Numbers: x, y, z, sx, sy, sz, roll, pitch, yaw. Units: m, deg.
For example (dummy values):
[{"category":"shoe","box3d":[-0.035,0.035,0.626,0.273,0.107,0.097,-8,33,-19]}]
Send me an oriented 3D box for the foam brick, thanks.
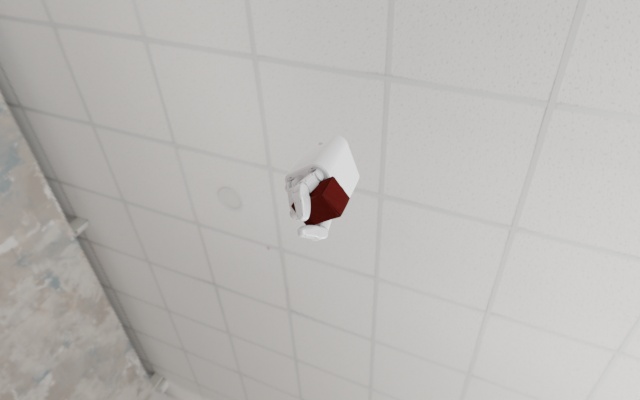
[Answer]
[{"category":"foam brick","box3d":[0.000,0.003,0.807,0.078,0.053,0.051,-20,27,40]}]
